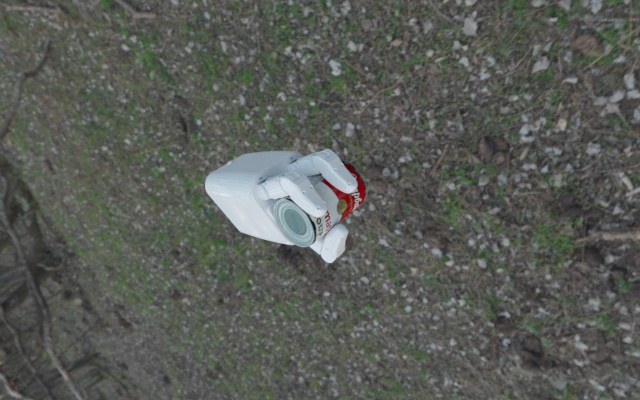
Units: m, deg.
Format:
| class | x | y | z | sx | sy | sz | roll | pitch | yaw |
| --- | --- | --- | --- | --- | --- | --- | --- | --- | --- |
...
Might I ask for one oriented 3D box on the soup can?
| class | x | y | z | sx | sy | sz | roll | pitch | yaw |
| --- | --- | --- | --- | --- | --- | --- | --- | --- | --- |
| soup can | 0.000 | 0.002 | 0.579 | 0.068 | 0.068 | 0.102 | 0 | 29 | 47 |
